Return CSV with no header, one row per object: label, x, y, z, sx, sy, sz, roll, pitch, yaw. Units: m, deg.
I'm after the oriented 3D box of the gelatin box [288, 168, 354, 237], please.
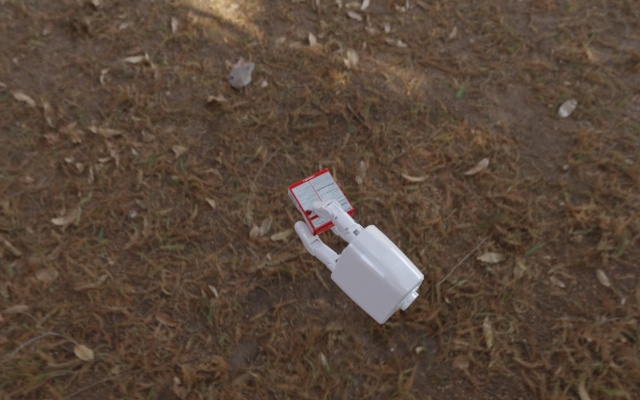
gelatin box,0.000,0.002,0.764,0.073,0.089,0.030,-27,-20,-15
